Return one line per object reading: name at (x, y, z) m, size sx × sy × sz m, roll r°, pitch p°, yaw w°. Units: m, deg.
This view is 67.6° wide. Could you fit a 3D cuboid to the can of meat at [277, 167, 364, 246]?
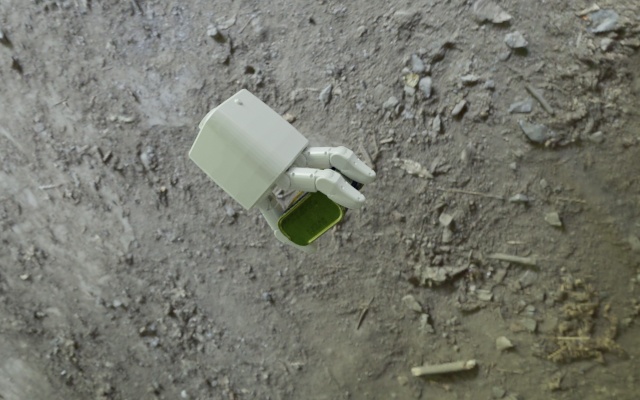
can of meat at (0.000, 0.002, 0.608) m, size 0.102 × 0.057 × 0.084 m, roll -40°, pitch 10°, yaw 36°
